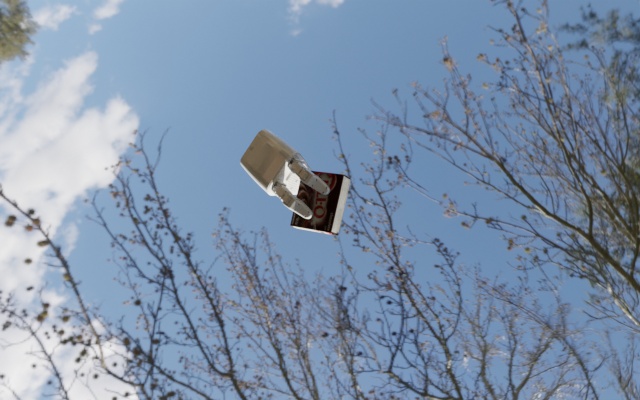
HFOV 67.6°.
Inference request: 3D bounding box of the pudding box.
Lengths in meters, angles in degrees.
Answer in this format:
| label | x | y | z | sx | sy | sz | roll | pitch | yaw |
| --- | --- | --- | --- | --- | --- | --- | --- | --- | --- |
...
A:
| label | x | y | z | sx | sy | sz | roll | pitch | yaw |
| --- | --- | --- | --- | --- | --- | --- | --- | --- | --- |
| pudding box | 0.000 | 0.003 | 0.891 | 0.090 | 0.113 | 0.039 | 8 | -6 | 31 |
